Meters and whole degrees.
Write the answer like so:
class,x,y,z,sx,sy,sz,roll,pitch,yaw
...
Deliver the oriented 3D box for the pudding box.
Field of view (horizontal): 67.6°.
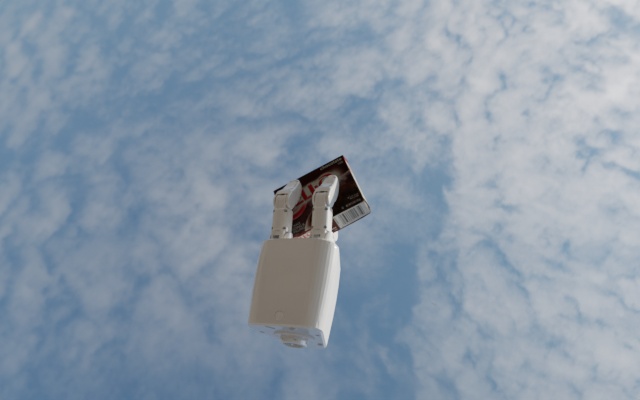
class,x,y,z,sx,sy,sz,roll,pitch,yaw
pudding box,0.000,0.002,0.642,0.113,0.090,0.039,-26,-39,5
